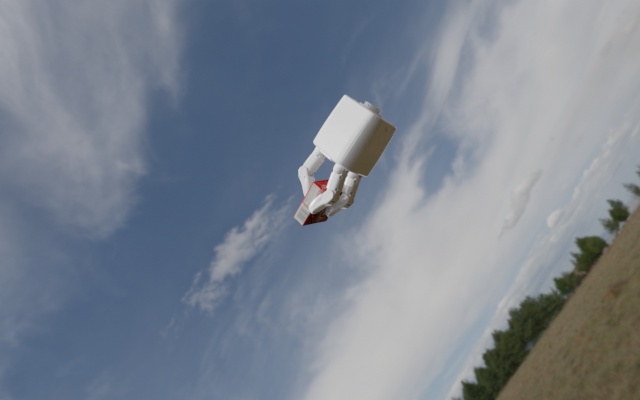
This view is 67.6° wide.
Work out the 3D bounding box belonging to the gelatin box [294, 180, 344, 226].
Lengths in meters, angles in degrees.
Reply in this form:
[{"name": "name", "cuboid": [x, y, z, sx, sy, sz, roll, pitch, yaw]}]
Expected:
[{"name": "gelatin box", "cuboid": [0.000, 0.003, 0.895, 0.030, 0.089, 0.073, 44, 29, 26]}]
